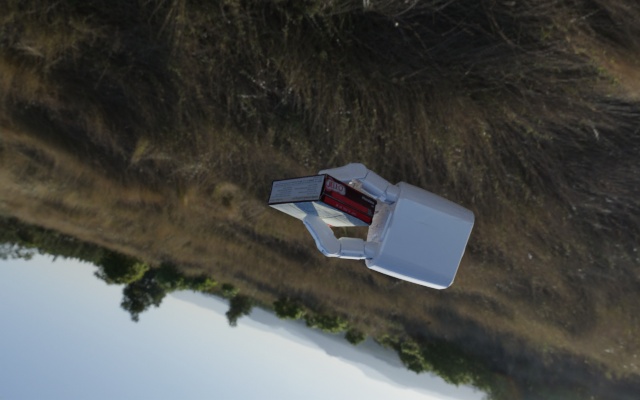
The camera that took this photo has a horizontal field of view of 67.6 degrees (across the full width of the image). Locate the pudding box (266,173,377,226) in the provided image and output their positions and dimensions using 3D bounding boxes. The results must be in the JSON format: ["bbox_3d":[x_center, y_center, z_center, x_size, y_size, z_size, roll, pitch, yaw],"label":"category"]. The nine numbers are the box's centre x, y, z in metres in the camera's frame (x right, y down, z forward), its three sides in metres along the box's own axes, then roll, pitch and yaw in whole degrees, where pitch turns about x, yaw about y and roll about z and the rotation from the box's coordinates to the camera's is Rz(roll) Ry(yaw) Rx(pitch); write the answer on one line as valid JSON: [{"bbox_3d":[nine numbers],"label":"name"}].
[{"bbox_3d":[0.000,0.002,0.602,0.090,0.039,0.113,27,-21,-36],"label":"pudding box"}]
